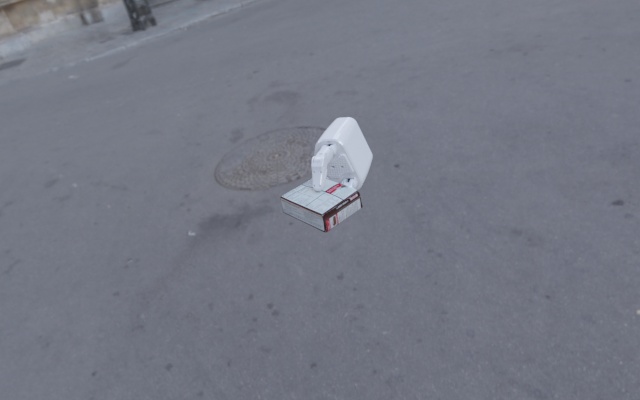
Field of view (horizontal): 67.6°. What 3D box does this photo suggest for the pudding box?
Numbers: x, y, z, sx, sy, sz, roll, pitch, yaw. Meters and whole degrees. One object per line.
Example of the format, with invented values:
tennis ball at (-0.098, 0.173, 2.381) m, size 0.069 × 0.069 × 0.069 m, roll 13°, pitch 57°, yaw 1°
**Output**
pudding box at (0.000, 0.002, 0.813) m, size 0.090 × 0.039 × 0.113 m, roll -34°, pitch 36°, yaw -31°
